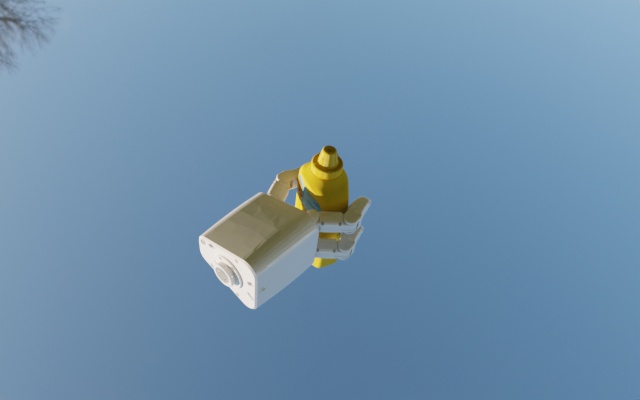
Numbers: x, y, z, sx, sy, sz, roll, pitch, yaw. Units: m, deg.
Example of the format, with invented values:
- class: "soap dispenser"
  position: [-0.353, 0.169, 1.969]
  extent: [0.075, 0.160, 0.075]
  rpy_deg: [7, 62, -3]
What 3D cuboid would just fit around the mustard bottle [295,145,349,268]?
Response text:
- class: "mustard bottle"
  position: [0.000, 0.002, 0.660]
  extent: [0.058, 0.096, 0.192]
  rpy_deg: [-14, -39, -20]
